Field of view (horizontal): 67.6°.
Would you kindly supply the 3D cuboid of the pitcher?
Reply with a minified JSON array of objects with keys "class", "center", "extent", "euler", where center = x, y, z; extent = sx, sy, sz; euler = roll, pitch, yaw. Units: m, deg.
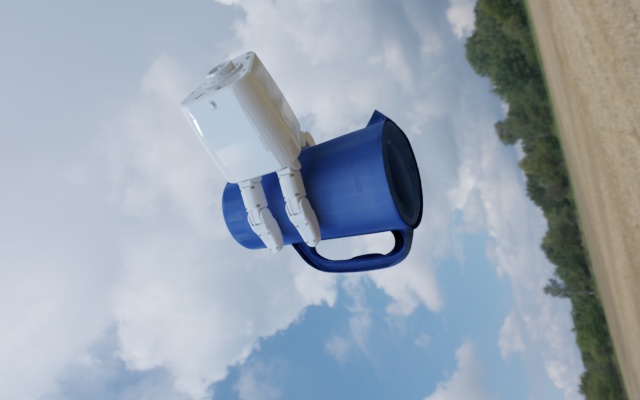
[{"class":"pitcher","center":[0.000,0.002,0.604],"extent":[0.243,0.145,0.149],"euler":[-14,36,27]}]
